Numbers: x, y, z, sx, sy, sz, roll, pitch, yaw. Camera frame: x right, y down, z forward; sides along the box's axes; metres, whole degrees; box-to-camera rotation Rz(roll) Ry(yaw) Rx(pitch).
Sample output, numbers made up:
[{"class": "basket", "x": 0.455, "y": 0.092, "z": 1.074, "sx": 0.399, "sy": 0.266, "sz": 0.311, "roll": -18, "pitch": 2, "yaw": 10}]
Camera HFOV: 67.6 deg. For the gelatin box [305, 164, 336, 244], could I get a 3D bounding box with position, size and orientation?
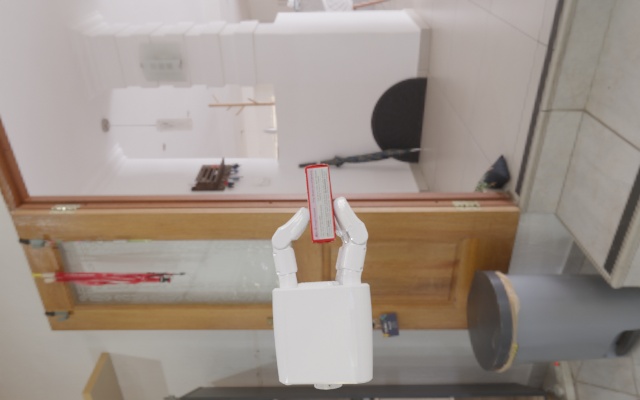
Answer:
[{"class": "gelatin box", "x": 0.000, "y": 0.002, "z": 0.565, "sx": 0.030, "sy": 0.089, "sz": 0.073, "roll": -6, "pitch": 4, "yaw": -1}]
